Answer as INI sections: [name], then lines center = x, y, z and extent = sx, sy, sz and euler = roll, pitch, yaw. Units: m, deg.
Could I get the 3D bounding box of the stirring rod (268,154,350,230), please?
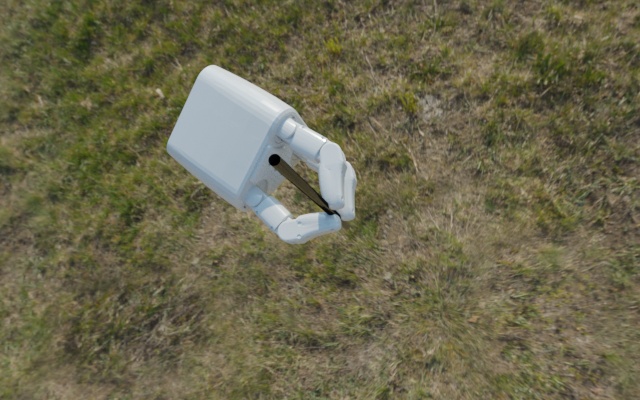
[stirring rod]
center = 0.000, 0.001, 0.410
extent = 0.011, 0.011, 0.239
euler = 0, -13, 14
